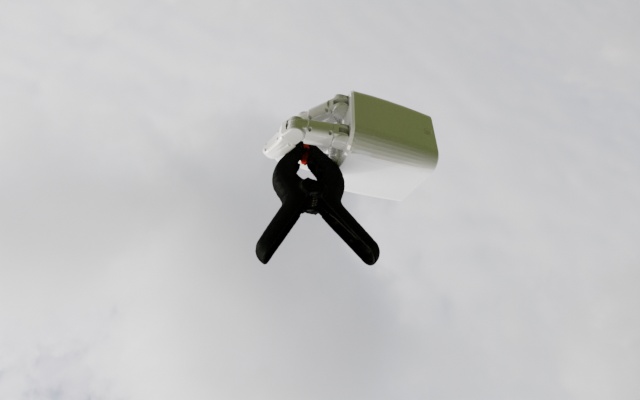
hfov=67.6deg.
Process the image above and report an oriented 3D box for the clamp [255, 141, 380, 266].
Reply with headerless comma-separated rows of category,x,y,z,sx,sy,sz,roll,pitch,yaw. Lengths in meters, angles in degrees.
clamp,0.000,0.002,0.502,0.120,0.171,0.039,13,-42,-12
